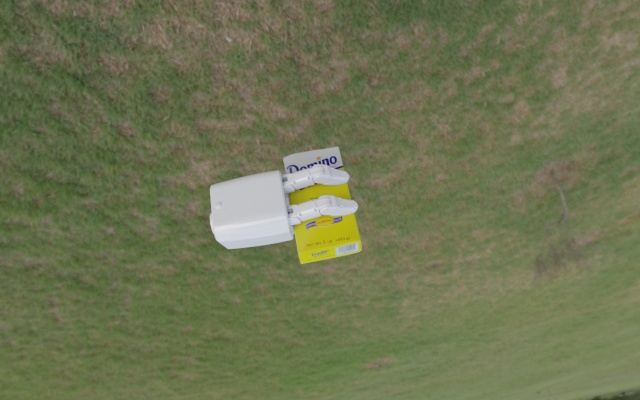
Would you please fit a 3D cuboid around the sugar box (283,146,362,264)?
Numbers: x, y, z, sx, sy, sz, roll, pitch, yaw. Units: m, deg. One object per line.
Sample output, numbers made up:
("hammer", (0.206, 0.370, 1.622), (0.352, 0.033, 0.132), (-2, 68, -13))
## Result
("sugar box", (0.000, 0.002, 0.729), (0.093, 0.176, 0.048), (-11, -30, -2))
